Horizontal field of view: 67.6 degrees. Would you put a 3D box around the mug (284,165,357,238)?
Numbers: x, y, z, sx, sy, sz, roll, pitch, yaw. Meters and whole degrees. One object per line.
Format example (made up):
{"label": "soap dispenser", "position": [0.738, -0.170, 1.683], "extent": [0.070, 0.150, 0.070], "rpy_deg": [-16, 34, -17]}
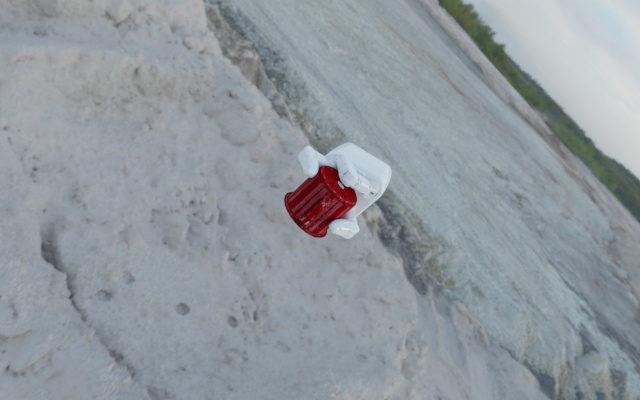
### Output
{"label": "mug", "position": [0.000, 0.003, 0.742], "extent": [0.081, 0.093, 0.117], "rpy_deg": [-42, 3, 25]}
